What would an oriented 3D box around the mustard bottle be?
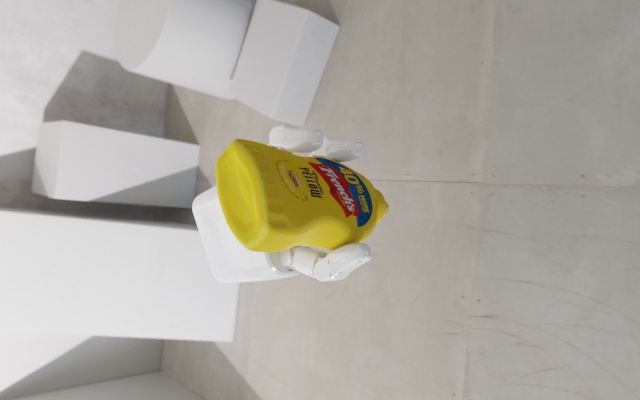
[{"bbox_3d":[0.000,0.001,0.448,0.191,0.096,0.058,7,-41,-46],"label":"mustard bottle"}]
